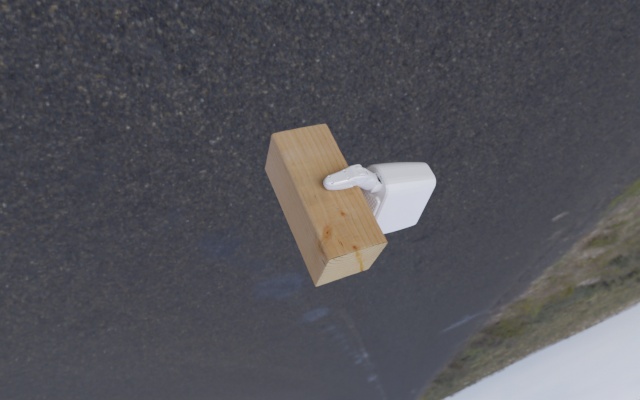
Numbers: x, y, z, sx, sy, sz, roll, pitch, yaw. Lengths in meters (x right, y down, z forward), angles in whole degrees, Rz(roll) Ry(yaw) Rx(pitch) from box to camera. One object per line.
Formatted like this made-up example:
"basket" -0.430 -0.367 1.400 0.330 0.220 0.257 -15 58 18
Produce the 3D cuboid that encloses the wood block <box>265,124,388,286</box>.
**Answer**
"wood block" 0.001 0.002 0.683 0.090 0.206 0.091 -14 -27 -23
